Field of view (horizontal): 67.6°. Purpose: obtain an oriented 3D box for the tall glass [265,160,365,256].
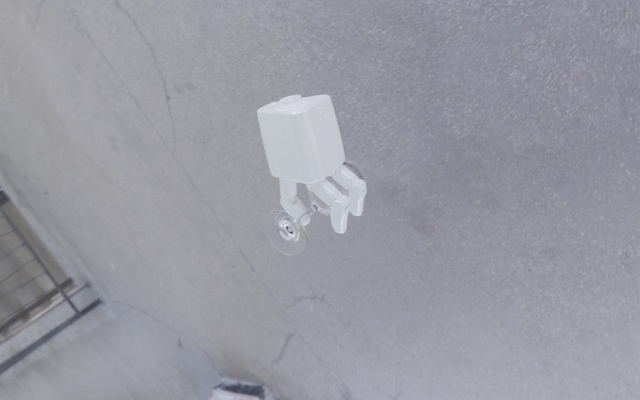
[{"bbox_3d":[0.000,0.003,0.754,0.079,0.079,0.201,0,26,34],"label":"tall glass"}]
